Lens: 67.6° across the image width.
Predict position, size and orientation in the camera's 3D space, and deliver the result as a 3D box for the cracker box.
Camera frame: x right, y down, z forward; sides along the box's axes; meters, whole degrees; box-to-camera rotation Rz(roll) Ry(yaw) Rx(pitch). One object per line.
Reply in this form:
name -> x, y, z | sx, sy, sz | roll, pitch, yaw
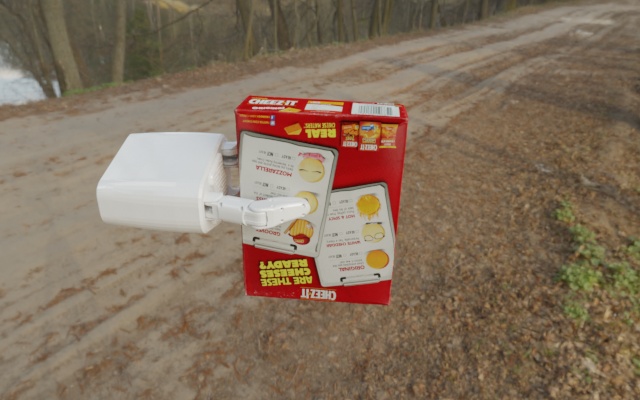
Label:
cracker box -> 0.000, 0.002, 0.510 | 0.164, 0.214, 0.072 | 3, 26, 5
